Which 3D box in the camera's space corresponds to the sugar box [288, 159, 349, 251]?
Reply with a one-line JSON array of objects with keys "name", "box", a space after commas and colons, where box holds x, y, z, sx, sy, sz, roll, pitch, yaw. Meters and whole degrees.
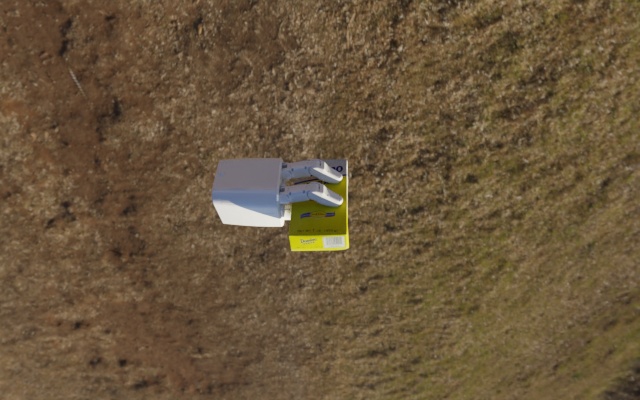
[{"name": "sugar box", "box": [0.000, 0.002, 0.798, 0.093, 0.176, 0.048, -1, -42, 3]}]
